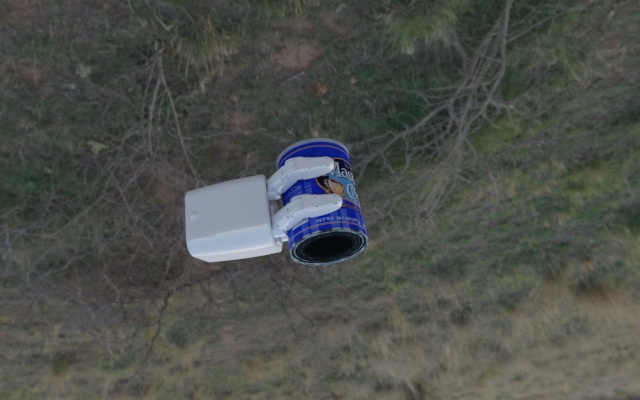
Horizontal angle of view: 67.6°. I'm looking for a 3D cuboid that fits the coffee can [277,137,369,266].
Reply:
[{"bbox_3d":[0.000,0.002,0.640,0.103,0.140,0.103,-8,-30,-5],"label":"coffee can"}]
